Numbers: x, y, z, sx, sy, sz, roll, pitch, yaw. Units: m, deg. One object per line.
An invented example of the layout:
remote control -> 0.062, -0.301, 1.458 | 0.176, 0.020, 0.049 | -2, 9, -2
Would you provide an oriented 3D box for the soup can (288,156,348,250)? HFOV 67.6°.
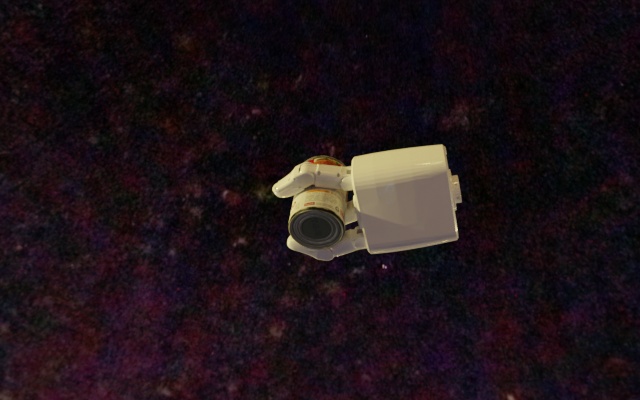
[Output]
soup can -> 0.000, 0.002, 0.587 | 0.068, 0.069, 0.102 | 0, 41, 7
